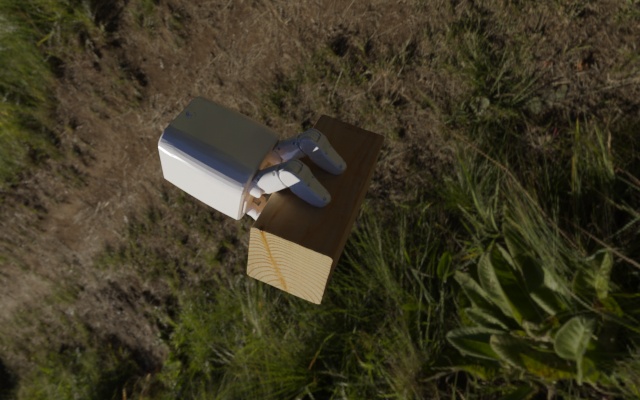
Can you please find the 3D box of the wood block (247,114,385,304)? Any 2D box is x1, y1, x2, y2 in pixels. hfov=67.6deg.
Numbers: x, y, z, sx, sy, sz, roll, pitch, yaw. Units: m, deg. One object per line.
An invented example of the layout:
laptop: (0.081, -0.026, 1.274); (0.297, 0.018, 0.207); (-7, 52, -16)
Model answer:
wood block: (0.000, 0.002, 0.562); (0.090, 0.206, 0.091); (21, -42, 7)
